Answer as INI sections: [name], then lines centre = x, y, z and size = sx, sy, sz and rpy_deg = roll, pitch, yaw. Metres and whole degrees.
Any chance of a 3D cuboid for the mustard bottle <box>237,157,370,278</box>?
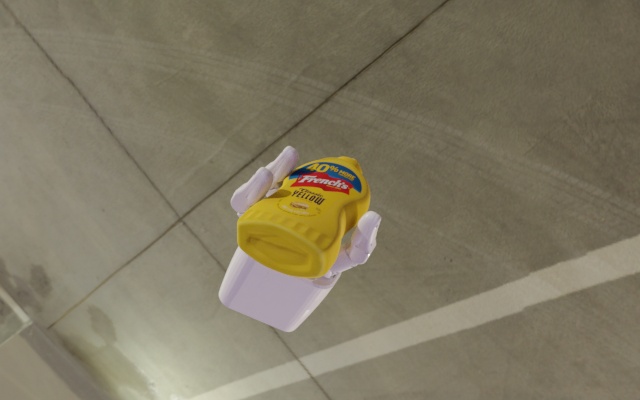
[mustard bottle]
centre = 0.000, 0.002, 0.510
size = 0.096, 0.058, 0.191
rpy_deg = 16, 34, 19
